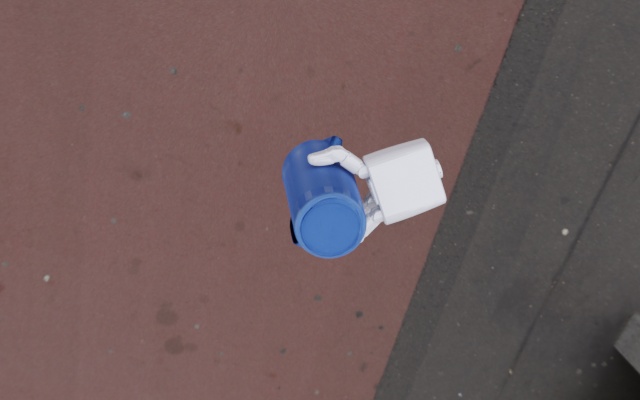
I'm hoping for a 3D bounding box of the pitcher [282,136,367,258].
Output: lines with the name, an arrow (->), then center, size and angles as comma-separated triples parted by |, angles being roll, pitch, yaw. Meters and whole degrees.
pitcher -> 0.000, 0.003, 0.803 | 0.145, 0.149, 0.242 | -17, 24, 2
